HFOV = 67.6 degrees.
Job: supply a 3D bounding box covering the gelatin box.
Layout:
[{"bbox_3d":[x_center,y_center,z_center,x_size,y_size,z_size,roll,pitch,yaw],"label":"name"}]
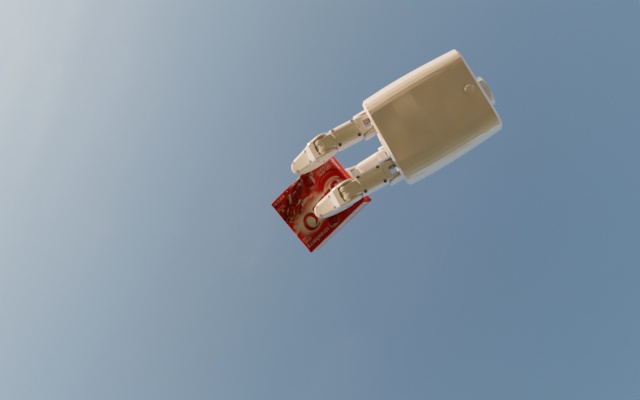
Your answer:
[{"bbox_3d":[0.000,0.002,0.534,0.089,0.073,0.030,-44,-13,16],"label":"gelatin box"}]
